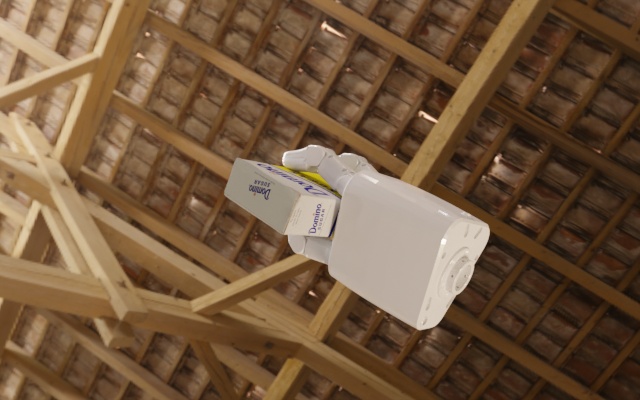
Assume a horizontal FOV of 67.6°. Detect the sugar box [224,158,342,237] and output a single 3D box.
[{"bbox_3d":[0.000,0.001,0.491,0.093,0.048,0.176,29,11,37],"label":"sugar box"}]
